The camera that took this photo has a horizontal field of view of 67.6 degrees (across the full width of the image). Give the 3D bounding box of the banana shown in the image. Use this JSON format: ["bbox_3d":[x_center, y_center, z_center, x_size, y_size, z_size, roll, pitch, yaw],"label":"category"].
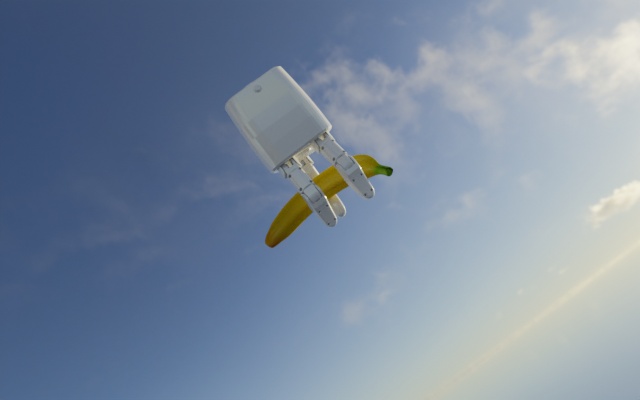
[{"bbox_3d":[0.002,-0.008,0.646,0.198,0.037,0.069,-34,24,13],"label":"banana"}]
